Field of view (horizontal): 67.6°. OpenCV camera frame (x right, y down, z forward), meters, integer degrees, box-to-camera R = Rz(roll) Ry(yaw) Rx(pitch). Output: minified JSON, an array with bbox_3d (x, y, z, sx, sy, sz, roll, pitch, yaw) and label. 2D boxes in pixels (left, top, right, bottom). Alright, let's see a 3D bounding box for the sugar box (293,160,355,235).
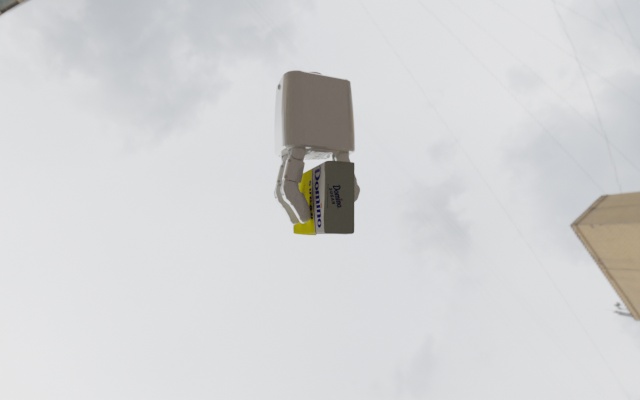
[{"bbox_3d":[0.000,0.002,0.672,0.048,0.093,0.176,2,-5,-13],"label":"sugar box"}]
